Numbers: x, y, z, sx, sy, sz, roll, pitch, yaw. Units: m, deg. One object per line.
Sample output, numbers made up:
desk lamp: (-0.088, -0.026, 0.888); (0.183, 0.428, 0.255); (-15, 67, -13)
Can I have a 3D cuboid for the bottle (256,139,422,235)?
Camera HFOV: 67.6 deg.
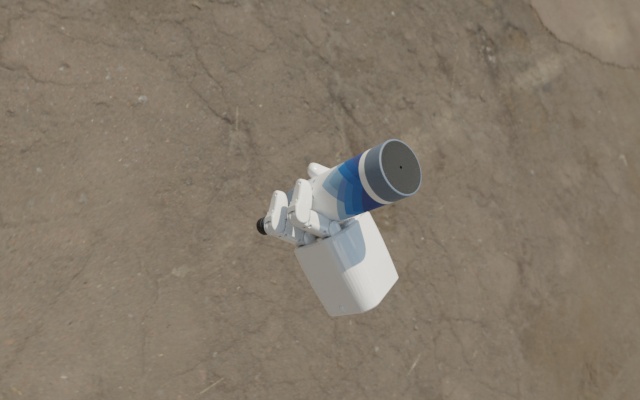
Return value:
bottle: (0.000, 0.002, 0.634); (0.069, 0.069, 0.296); (0, -15, -39)
